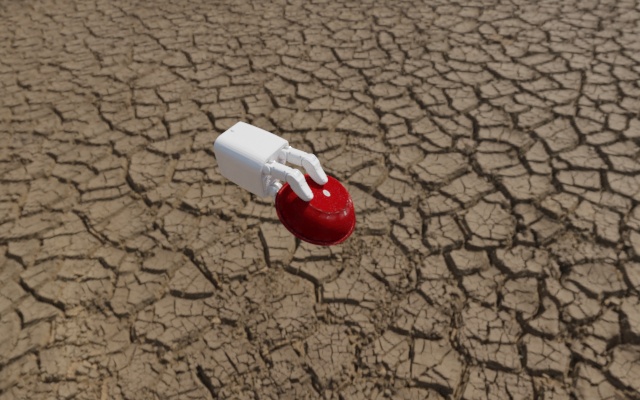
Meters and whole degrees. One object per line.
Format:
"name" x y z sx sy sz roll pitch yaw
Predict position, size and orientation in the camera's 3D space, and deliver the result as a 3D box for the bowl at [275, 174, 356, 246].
"bowl" 0.002 0.003 0.884 0.162 0.162 0.055 0 -38 -25
